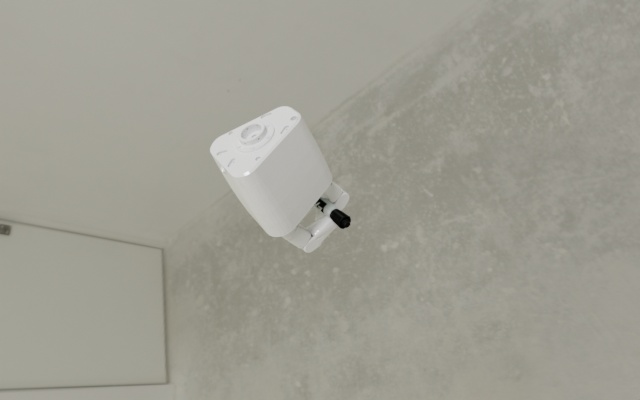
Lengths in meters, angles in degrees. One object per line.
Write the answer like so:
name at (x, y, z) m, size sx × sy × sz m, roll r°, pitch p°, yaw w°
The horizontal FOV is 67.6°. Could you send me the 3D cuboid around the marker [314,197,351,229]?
marker at (0.000, 0.002, 0.630) m, size 0.020 × 0.020 × 0.121 m, roll 0°, pitch 27°, yaw -38°
